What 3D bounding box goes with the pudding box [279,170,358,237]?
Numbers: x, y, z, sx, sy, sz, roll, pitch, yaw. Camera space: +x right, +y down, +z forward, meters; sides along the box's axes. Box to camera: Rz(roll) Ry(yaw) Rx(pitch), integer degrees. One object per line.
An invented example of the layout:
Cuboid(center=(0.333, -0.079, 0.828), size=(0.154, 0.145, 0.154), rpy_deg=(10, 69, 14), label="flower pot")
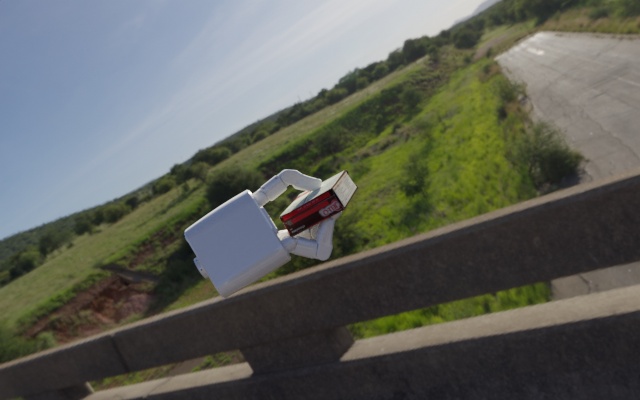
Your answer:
Cuboid(center=(0.000, 0.002, 0.687), size=(0.090, 0.039, 0.113), rpy_deg=(-28, 10, 20), label="pudding box")
